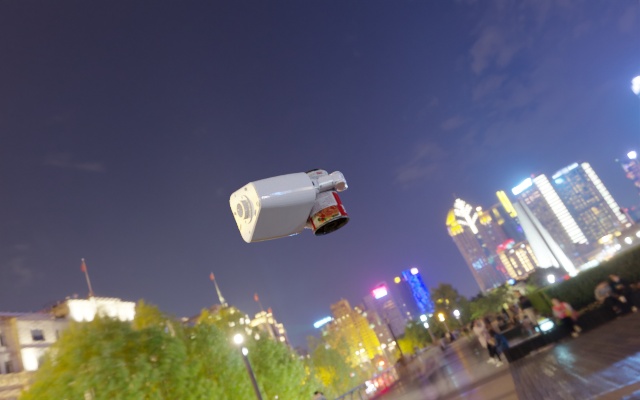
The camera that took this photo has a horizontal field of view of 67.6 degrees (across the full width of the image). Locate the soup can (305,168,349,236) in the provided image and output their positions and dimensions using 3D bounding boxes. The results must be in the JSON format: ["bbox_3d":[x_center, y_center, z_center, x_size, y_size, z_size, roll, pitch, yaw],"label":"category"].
[{"bbox_3d":[0.000,0.002,0.853,0.068,0.102,0.068,-22,-20,-8],"label":"soup can"}]
